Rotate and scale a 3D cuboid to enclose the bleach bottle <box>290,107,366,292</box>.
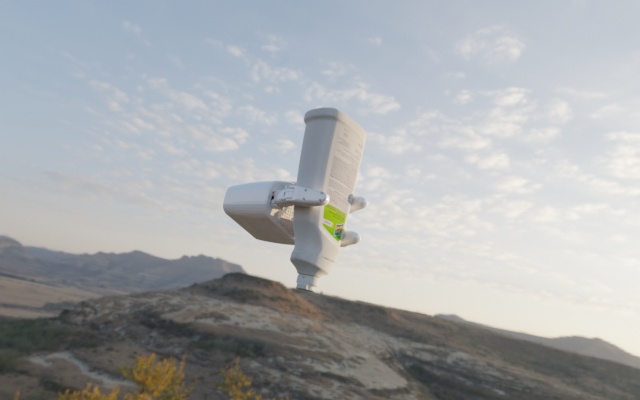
[{"bbox_3d":[0.000,0.002,0.681,0.068,0.250,0.102,0,-19,41],"label":"bleach bottle"}]
